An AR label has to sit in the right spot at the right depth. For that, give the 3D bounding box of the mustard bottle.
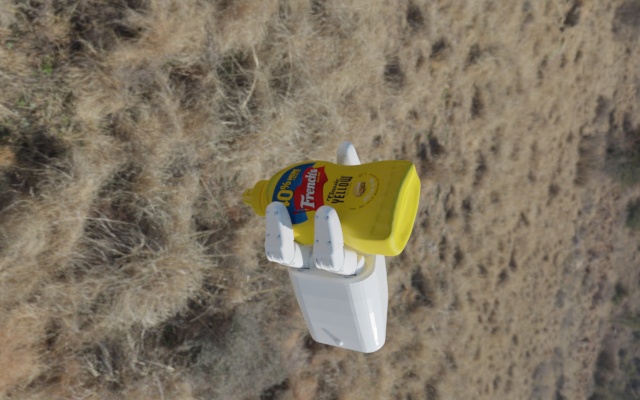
[{"bbox_3d":[0.000,0.001,0.496,0.191,0.096,0.058,3,-33,29],"label":"mustard bottle"}]
